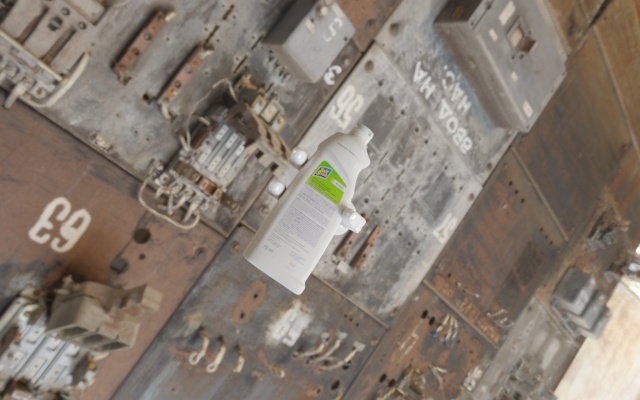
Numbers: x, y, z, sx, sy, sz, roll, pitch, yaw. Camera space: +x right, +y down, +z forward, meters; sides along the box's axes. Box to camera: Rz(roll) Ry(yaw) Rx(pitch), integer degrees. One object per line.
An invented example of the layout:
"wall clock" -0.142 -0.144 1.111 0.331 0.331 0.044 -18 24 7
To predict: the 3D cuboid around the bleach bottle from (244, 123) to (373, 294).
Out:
"bleach bottle" 0.000 0.002 0.685 0.102 0.251 0.068 37 -7 -10
